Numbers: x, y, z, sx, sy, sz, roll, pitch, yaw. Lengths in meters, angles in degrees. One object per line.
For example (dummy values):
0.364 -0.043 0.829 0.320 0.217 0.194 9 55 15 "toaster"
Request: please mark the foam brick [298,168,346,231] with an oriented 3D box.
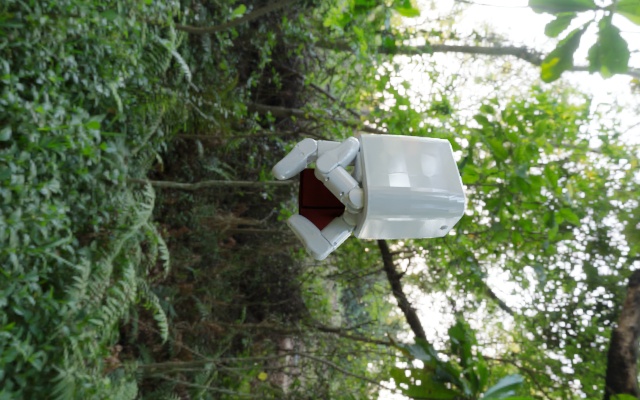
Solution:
0.000 0.002 0.571 0.051 0.053 0.078 0 -23 -4 "foam brick"
